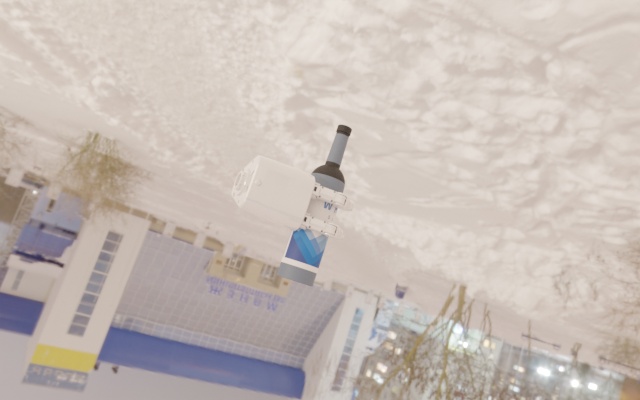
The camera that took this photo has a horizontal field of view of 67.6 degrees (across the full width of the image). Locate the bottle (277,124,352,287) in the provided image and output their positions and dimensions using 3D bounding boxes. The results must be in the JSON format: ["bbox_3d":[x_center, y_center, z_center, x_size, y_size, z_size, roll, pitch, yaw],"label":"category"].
[{"bbox_3d":[0.000,0.003,0.858,0.069,0.295,0.069,18,-9,3],"label":"bottle"}]
